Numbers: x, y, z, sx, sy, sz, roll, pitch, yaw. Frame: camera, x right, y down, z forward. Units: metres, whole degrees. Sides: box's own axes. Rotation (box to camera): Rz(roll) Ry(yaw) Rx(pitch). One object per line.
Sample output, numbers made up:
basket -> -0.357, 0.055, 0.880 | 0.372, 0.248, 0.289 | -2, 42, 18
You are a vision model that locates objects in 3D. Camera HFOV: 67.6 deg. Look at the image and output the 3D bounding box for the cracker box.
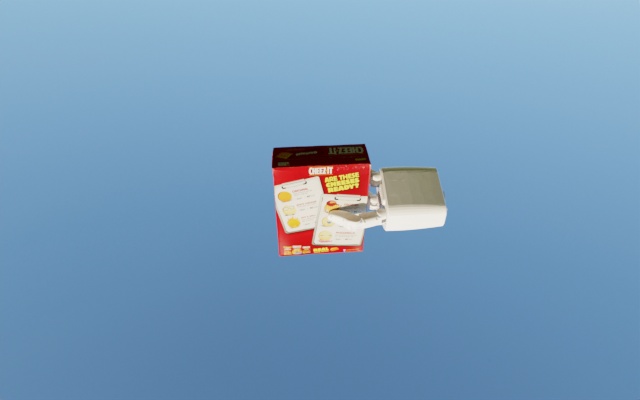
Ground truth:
cracker box -> 0.000, 0.003, 0.867 | 0.164, 0.214, 0.072 | -3, 41, -4
